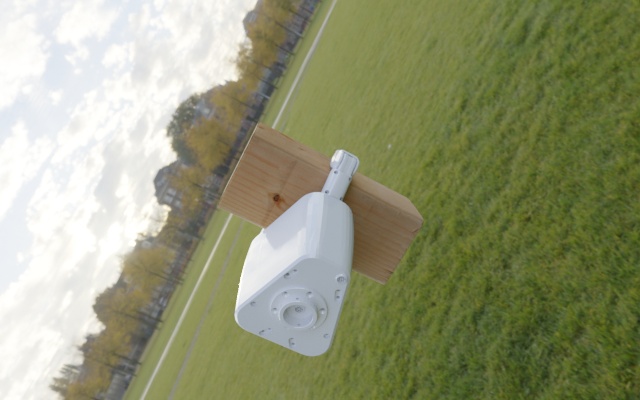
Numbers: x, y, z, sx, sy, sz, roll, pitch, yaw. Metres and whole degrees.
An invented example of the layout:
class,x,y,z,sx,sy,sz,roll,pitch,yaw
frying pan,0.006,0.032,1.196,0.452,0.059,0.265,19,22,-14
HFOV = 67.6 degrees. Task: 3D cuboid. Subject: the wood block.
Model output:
class,x,y,z,sx,sy,sz,roll,pitch,yaw
wood block,0.000,0.002,0.548,0.206,0.091,0.090,26,15,-11
